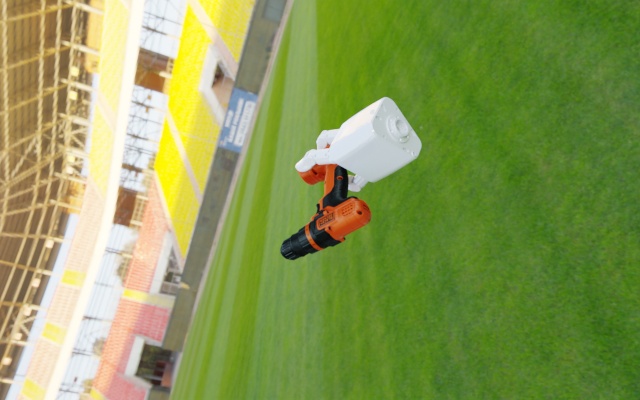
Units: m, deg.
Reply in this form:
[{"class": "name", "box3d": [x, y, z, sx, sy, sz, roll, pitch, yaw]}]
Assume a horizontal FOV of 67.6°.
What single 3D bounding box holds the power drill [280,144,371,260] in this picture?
[{"class": "power drill", "box3d": [0.000, 0.002, 0.857, 0.184, 0.187, 0.057, -28, -43, 26]}]
